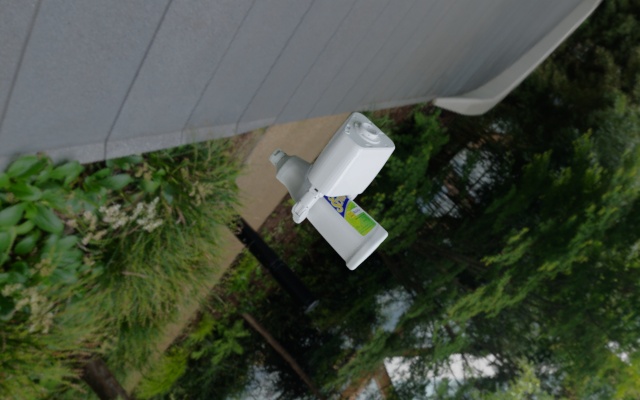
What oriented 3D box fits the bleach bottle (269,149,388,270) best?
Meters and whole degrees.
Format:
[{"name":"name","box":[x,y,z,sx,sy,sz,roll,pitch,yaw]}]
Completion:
[{"name":"bleach bottle","box":[0.000,0.003,0.850,0.068,0.251,0.102,-52,-12,31]}]
